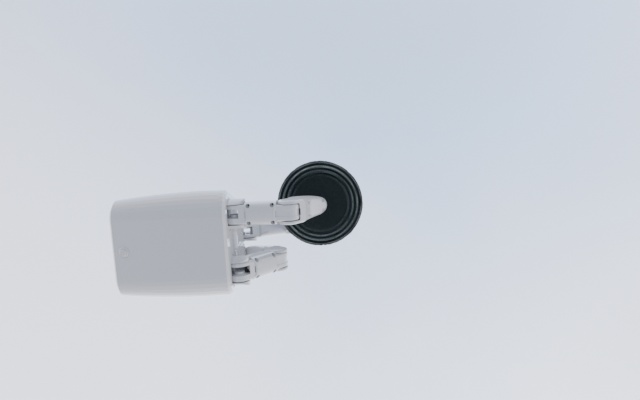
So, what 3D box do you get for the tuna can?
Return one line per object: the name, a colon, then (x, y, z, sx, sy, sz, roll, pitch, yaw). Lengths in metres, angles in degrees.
tuna can: (0.000, 0.002, 0.496, 0.086, 0.086, 0.034, 0, 5, 2)
